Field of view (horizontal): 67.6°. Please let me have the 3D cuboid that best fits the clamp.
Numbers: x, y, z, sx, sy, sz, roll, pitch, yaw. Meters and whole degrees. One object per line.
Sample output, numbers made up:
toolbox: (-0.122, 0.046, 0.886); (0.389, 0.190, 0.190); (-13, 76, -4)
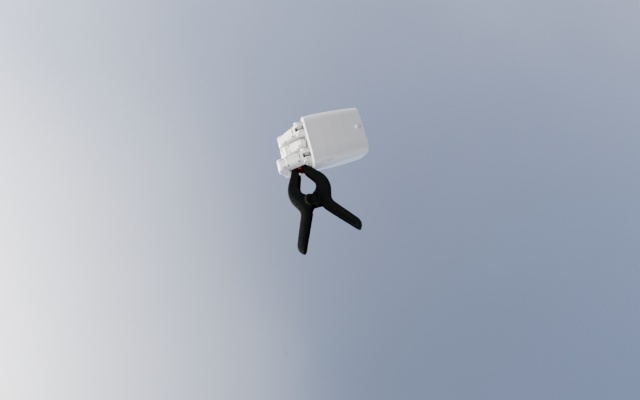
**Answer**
clamp: (0.000, 0.003, 0.861); (0.120, 0.171, 0.039); (-14, -16, -4)
